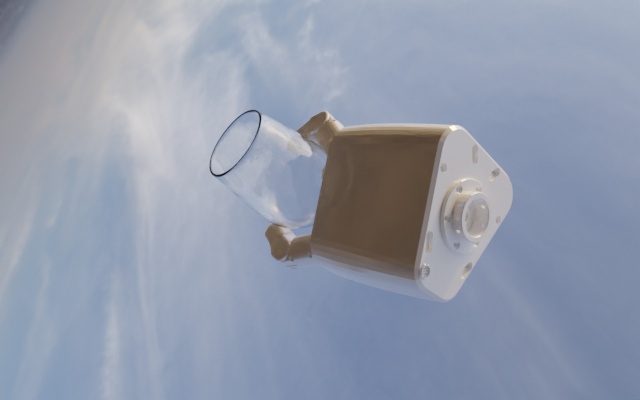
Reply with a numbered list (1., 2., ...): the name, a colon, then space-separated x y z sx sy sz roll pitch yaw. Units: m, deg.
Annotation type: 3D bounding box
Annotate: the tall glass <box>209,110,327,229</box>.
1. tall glass: 0.000 0.002 0.428 0.201 0.079 0.079 35 -21 -34
